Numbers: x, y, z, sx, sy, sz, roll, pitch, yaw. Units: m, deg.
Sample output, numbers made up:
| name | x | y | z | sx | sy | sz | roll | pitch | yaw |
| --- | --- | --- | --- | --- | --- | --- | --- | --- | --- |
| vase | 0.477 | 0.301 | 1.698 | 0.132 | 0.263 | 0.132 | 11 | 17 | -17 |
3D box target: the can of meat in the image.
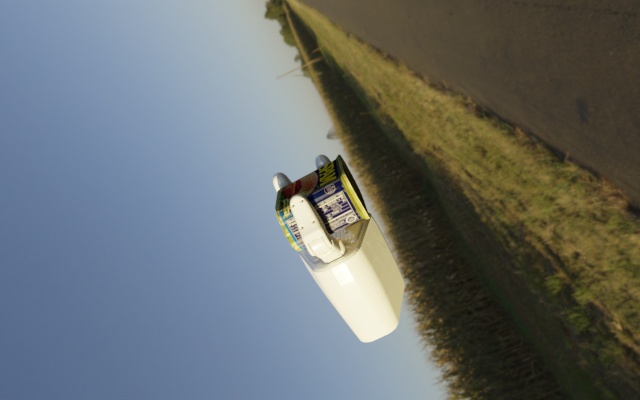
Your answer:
| name | x | y | z | sx | sy | sz | roll | pitch | yaw |
| --- | --- | --- | --- | --- | --- | --- | --- | --- | --- |
| can of meat | 0.000 | 0.002 | 0.520 | 0.084 | 0.057 | 0.102 | -28 | 18 | 8 |
